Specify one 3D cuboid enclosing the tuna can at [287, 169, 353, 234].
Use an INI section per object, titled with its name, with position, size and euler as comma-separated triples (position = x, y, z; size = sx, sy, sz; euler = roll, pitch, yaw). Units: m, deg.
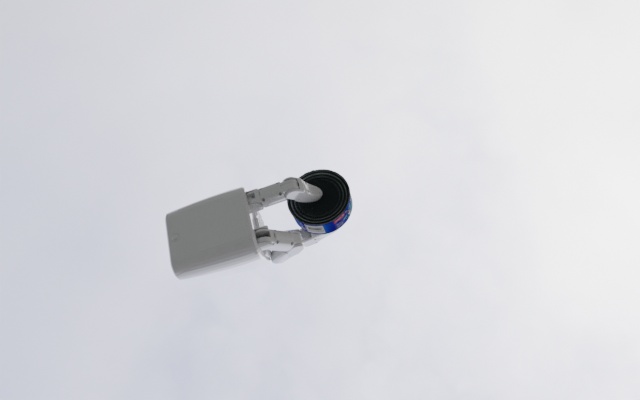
[tuna can]
position = 0.000, 0.002, 0.647
size = 0.086, 0.086, 0.034
euler = 0, -29, 13
